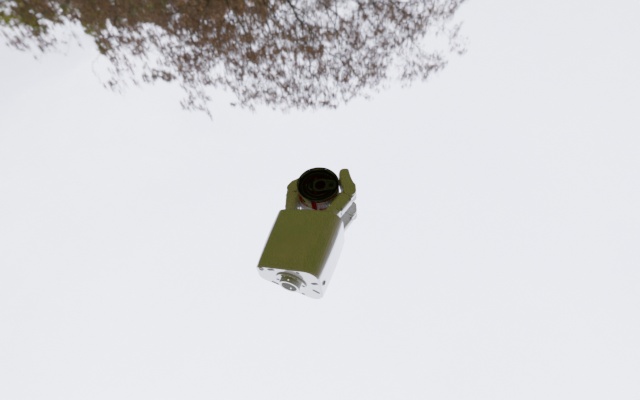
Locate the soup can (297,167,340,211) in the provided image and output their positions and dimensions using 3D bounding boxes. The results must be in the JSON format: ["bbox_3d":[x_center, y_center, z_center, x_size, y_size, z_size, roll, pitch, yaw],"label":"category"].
[{"bbox_3d":[0.000,0.002,0.794,0.068,0.068,0.102,0,-35,6],"label":"soup can"}]
